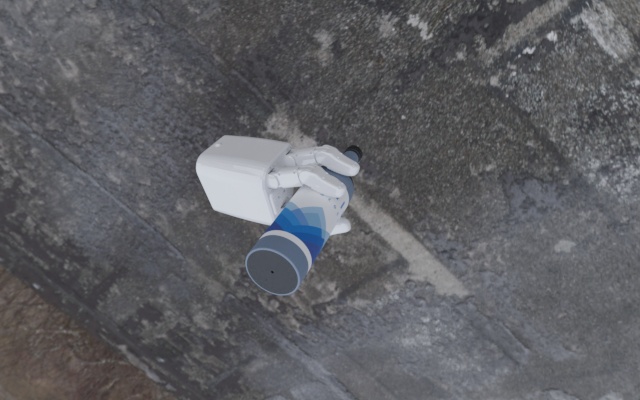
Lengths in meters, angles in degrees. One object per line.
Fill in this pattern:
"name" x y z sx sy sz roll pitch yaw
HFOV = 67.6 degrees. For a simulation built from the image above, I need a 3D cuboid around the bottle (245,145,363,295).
"bottle" 0.000 0.002 0.634 0.069 0.069 0.295 0 31 25
